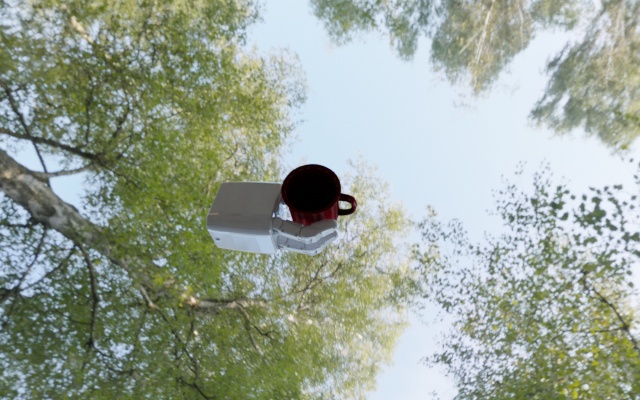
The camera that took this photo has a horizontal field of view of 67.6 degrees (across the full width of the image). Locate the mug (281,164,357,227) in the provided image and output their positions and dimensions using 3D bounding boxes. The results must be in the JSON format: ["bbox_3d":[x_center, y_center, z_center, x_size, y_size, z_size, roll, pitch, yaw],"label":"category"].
[{"bbox_3d":[0.002,0.003,0.766,0.117,0.093,0.081,5,-30,7],"label":"mug"}]
